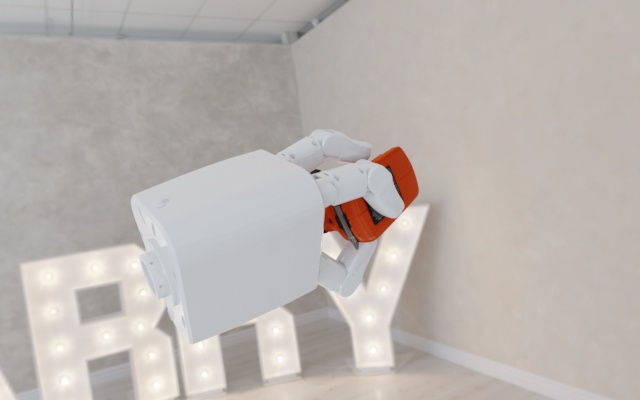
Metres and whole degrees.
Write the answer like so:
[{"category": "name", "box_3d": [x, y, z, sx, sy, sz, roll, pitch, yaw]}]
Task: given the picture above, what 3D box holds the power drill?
[{"category": "power drill", "box_3d": [0.000, 0.002, 0.479, 0.188, 0.057, 0.184, -15, 17, 43]}]
